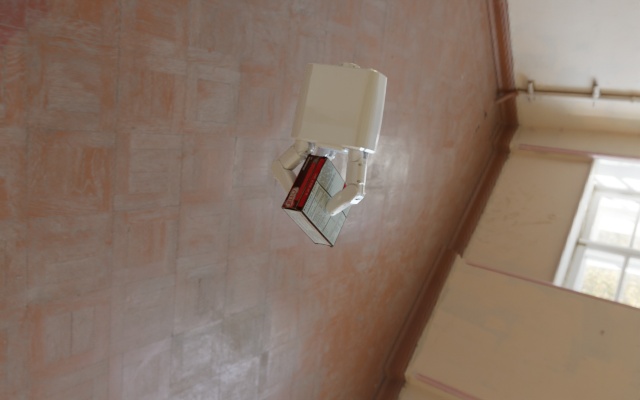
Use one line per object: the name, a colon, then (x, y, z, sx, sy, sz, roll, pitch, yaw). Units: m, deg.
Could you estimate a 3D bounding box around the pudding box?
pudding box: (0.000, 0.002, 0.678, 0.039, 0.090, 0.113, 11, -25, 35)
